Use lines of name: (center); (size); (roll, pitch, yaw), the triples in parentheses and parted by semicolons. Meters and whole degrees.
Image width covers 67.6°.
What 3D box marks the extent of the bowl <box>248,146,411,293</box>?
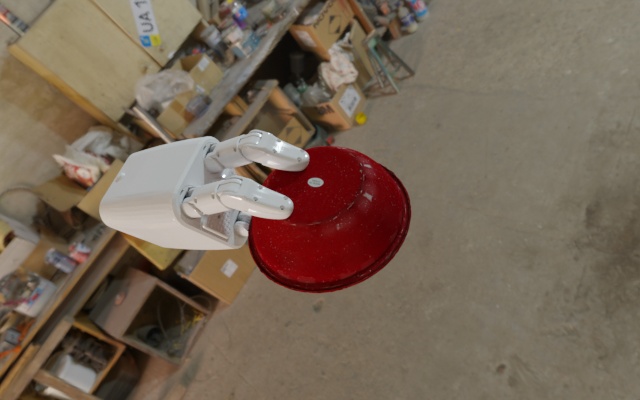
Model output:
bowl: (0.001, 0.001, 0.442); (0.162, 0.162, 0.055); (0, -38, 18)
